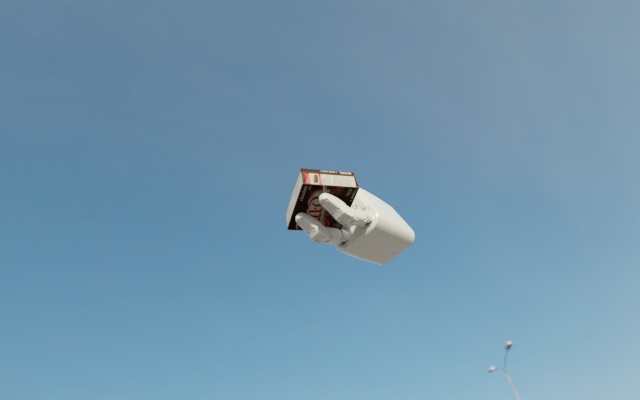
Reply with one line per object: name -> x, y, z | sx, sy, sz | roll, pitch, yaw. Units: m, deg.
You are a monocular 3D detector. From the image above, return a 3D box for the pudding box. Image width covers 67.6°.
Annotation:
pudding box -> 0.000, 0.002, 0.752 | 0.090, 0.039, 0.114 | 3, -44, -17
